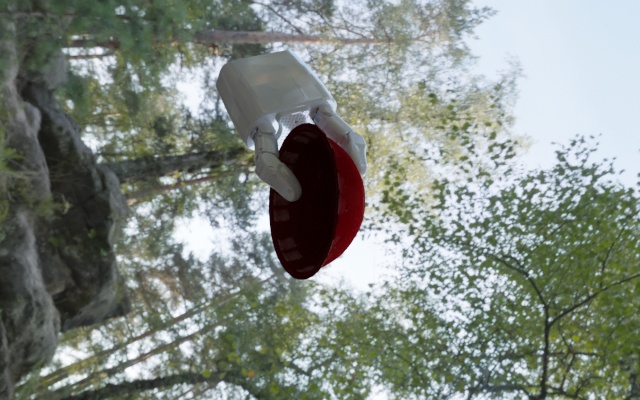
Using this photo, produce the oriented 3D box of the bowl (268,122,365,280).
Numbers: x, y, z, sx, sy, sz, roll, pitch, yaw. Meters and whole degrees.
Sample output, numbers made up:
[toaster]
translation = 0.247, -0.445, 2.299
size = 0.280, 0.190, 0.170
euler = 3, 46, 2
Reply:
[bowl]
translation = 0.001, 0.003, 0.506
size = 0.055, 0.162, 0.162
euler = 3, -1, -28
